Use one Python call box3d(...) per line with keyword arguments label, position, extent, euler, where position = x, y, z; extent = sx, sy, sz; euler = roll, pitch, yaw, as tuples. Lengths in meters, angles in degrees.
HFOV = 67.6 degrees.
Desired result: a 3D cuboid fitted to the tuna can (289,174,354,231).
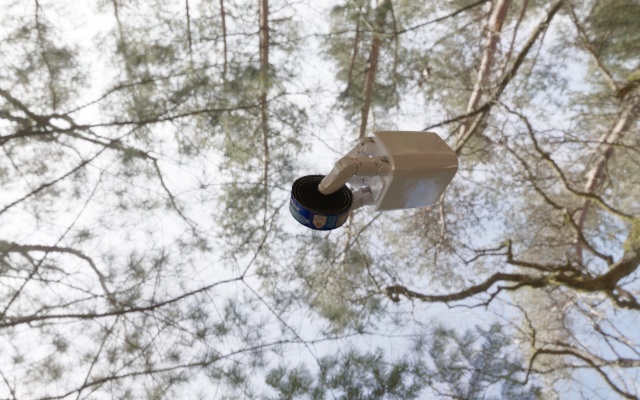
box3d(label="tuna can", position=(0.000, 0.003, 0.653), extent=(0.086, 0.034, 0.086), euler=(8, 38, -6))
